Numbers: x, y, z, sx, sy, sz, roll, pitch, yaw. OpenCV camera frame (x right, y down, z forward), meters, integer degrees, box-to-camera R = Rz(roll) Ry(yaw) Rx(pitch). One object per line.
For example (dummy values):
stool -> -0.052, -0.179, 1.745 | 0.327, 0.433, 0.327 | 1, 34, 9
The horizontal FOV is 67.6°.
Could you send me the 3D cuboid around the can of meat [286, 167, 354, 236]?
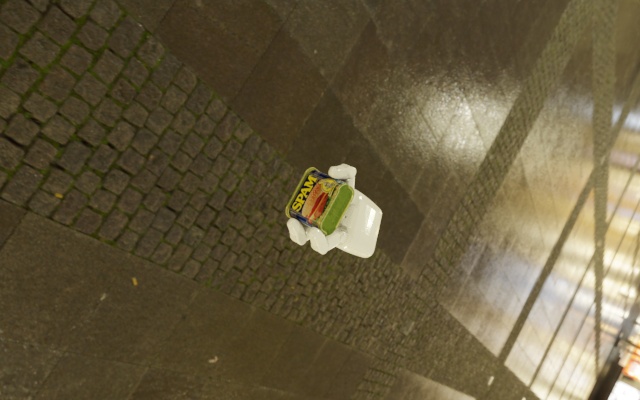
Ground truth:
can of meat -> 0.000, 0.003, 0.850 | 0.084, 0.102, 0.057 | 26, -5, 36
